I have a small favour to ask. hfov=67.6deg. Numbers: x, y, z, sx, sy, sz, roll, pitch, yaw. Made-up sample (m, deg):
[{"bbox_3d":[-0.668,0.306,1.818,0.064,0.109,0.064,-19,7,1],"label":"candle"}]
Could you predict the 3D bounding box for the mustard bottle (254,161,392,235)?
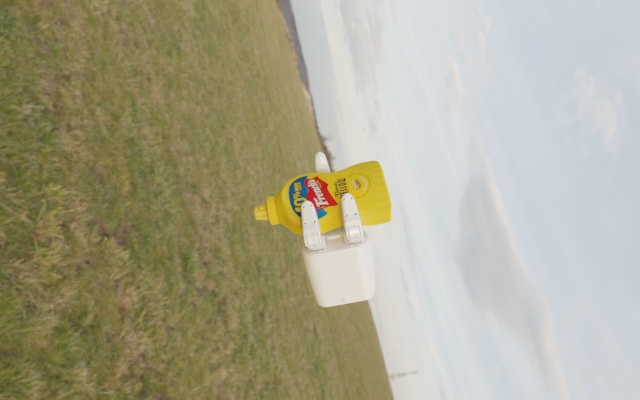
[{"bbox_3d":[0.000,0.002,0.684,0.191,0.096,0.058,-11,-34,1],"label":"mustard bottle"}]
